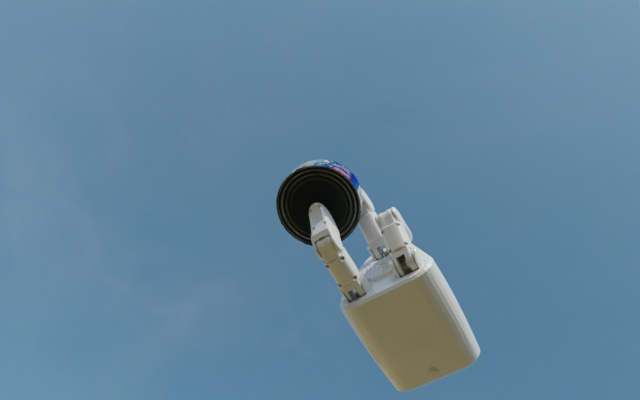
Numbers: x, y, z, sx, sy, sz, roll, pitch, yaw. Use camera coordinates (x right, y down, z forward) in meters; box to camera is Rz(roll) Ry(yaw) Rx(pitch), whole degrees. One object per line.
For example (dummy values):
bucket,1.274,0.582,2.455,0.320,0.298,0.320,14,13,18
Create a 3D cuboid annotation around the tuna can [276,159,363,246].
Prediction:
tuna can,0.000,0.001,0.489,0.086,0.086,0.033,0,19,10
